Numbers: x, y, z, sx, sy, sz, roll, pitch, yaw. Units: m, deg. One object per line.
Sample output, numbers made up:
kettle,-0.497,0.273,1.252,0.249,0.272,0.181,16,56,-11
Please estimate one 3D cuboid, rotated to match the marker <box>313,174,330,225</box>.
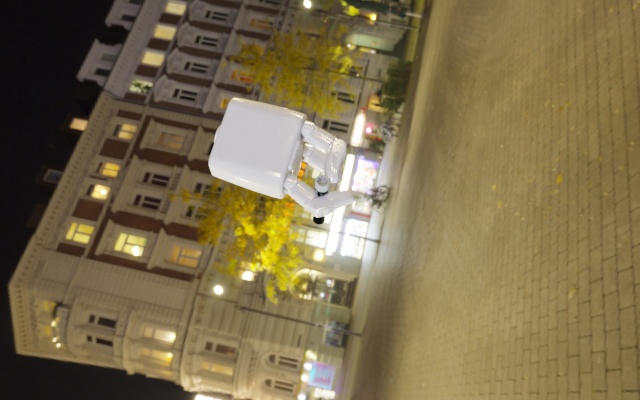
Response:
marker,0.000,0.002,0.656,0.020,0.020,0.121,0,-27,-3
